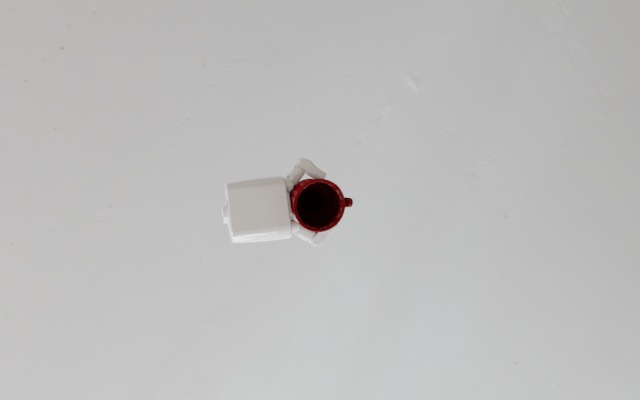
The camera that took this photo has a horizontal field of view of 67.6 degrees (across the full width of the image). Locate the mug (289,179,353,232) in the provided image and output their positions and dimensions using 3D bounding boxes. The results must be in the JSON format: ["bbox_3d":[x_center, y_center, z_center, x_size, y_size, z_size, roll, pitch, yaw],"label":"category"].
[{"bbox_3d":[0.001,0.003,0.862,0.117,0.093,0.081,-5,9,-14],"label":"mug"}]
